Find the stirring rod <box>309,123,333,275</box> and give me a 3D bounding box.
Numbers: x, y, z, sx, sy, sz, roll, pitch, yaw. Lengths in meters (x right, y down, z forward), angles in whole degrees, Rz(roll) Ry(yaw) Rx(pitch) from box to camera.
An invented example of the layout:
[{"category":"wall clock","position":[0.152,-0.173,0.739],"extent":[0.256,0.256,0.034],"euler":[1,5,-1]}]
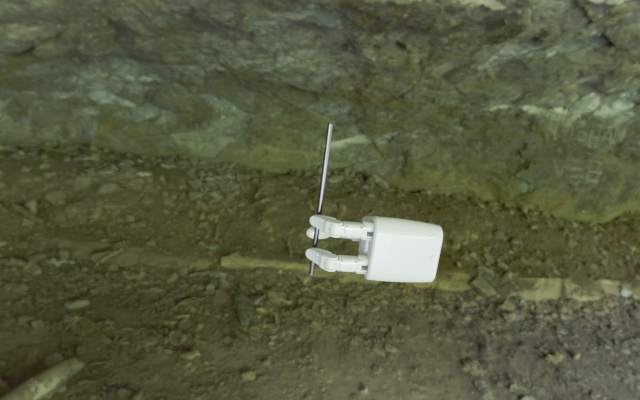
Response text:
[{"category":"stirring rod","position":[0.000,0.002,0.734],"extent":[0.011,0.239,0.011],"euler":[7,15,-2]}]
